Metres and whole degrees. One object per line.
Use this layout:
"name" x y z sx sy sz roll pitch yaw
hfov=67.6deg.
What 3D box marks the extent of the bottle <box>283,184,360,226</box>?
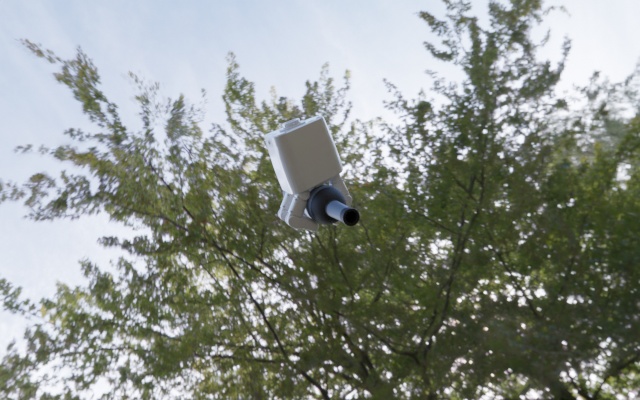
"bottle" 0.000 0.003 0.854 0.069 0.069 0.295 0 9 -19
